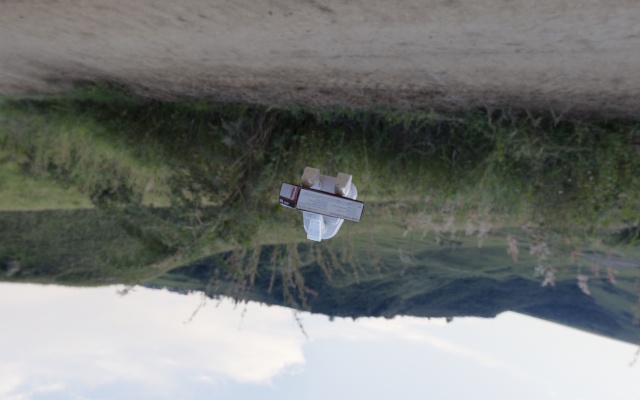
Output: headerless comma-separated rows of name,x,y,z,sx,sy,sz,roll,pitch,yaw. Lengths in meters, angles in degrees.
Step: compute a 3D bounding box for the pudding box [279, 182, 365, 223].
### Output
pudding box,0.000,0.003,0.753,0.113,0.039,0.090,11,1,-22
